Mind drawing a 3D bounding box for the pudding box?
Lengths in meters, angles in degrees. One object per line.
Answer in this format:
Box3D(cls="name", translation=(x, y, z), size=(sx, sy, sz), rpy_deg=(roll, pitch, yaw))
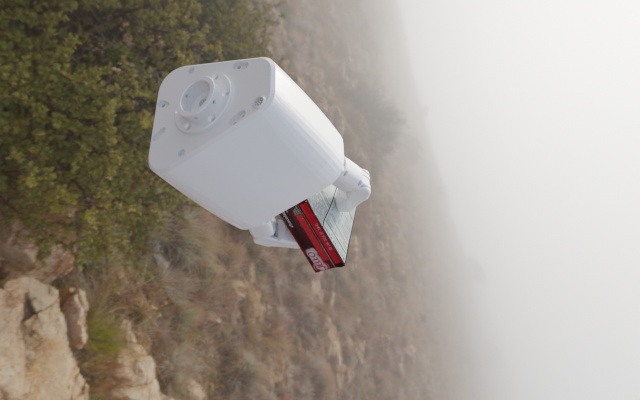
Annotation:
Box3D(cls="pudding box", translation=(0.000, 0.001, 0.483), size=(0.039, 0.090, 0.113), rpy_deg=(-13, 33, 24))
